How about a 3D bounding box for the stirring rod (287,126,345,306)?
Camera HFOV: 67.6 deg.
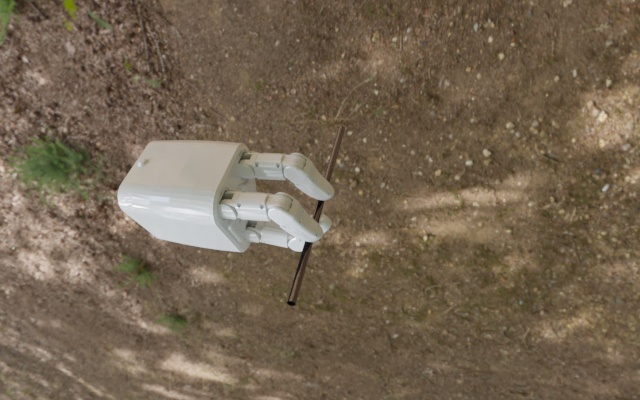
[{"bbox_3d":[0.000,0.002,0.493,0.011,0.239,0.011,9,-41,8],"label":"stirring rod"}]
